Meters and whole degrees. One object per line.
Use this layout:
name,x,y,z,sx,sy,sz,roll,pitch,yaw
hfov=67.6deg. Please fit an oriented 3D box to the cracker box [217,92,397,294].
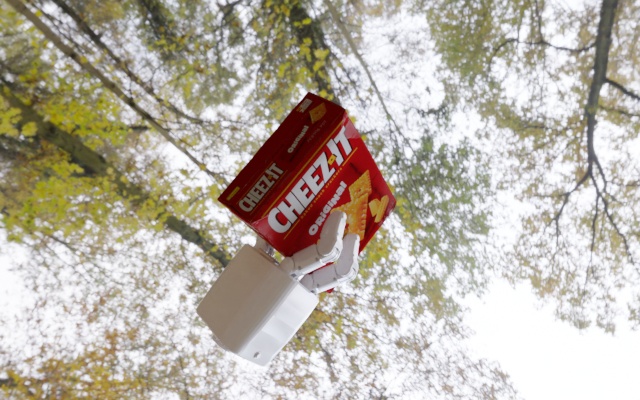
cracker box,0.000,0.002,0.595,0.072,0.164,0.214,31,-13,37
